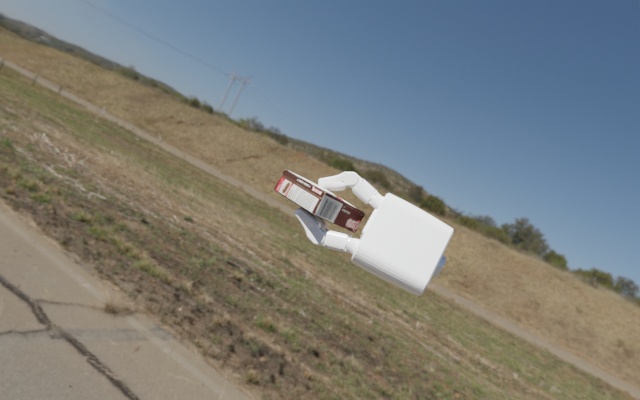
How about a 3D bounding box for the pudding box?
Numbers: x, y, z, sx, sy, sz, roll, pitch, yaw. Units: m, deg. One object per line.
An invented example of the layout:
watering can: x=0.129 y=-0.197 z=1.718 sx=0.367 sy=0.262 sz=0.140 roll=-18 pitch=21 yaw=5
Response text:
pudding box: x=0.000 y=0.002 z=0.699 sx=0.090 sy=0.039 sz=0.113 roll=29 pitch=0 yaw=38
